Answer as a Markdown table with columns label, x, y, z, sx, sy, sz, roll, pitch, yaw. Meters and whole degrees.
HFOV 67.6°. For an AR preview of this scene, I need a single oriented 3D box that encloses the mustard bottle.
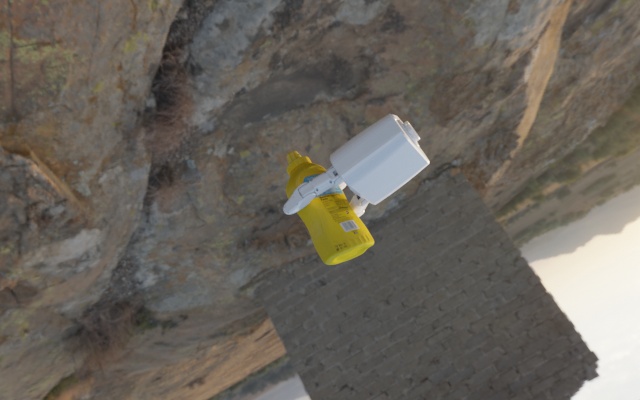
| label | x | y | z | sx | sy | sz | roll | pitch | yaw |
| --- | --- | --- | --- | --- | --- | --- | --- | --- | --- |
| mustard bottle | 0.000 | 0.003 | 0.737 | 0.096 | 0.191 | 0.058 | -11 | -27 | -45 |
